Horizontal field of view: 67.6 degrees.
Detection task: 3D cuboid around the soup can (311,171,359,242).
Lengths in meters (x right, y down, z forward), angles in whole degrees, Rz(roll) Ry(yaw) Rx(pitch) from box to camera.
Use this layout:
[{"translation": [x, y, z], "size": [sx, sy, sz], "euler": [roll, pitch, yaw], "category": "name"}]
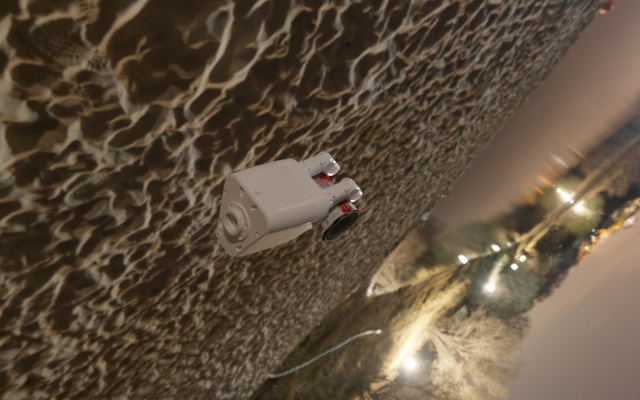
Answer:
[{"translation": [0.001, 0.002, 0.703], "size": [0.068, 0.102, 0.068], "euler": [-35, -22, -16], "category": "soup can"}]
